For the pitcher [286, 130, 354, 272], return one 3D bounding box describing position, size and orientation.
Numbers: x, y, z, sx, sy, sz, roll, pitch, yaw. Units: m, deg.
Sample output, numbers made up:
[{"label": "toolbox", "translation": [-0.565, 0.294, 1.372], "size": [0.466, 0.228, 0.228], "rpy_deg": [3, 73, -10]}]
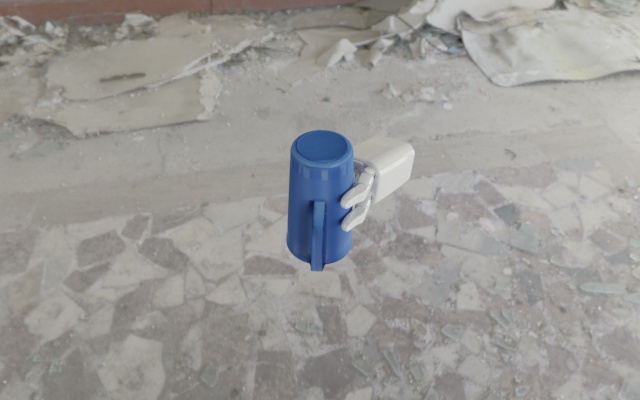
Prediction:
[{"label": "pitcher", "translation": [0.000, 0.003, 0.881], "size": [0.145, 0.243, 0.149], "rpy_deg": [-29, 51, -29]}]
